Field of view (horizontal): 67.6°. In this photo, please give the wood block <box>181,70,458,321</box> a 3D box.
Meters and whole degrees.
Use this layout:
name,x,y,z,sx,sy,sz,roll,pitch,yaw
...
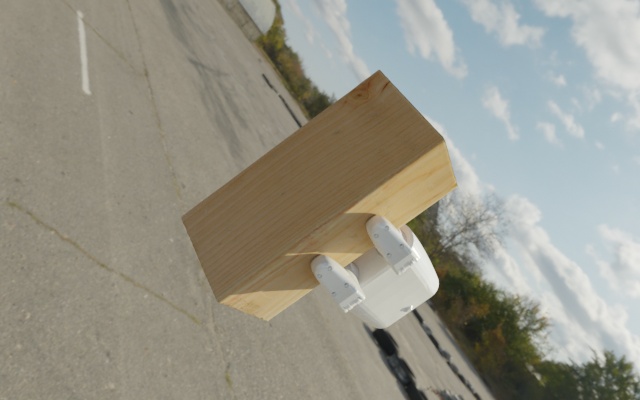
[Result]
name,x,y,z,sx,sy,sz,roll,pitch,yaw
wood block,0.000,0.001,0.408,0.206,0.090,0.090,-36,-32,4
